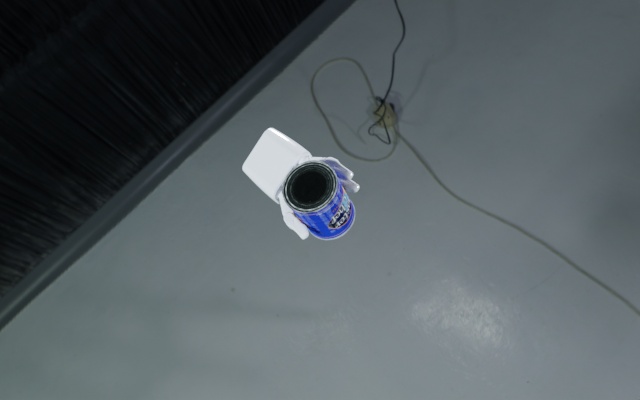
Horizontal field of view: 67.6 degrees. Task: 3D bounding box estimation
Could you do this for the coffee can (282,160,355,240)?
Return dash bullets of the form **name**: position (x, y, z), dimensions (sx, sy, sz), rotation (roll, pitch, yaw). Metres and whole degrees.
- **coffee can**: position (0.000, 0.003, 0.891), dimensions (0.103, 0.102, 0.140), rotation (0, -24, 18)
